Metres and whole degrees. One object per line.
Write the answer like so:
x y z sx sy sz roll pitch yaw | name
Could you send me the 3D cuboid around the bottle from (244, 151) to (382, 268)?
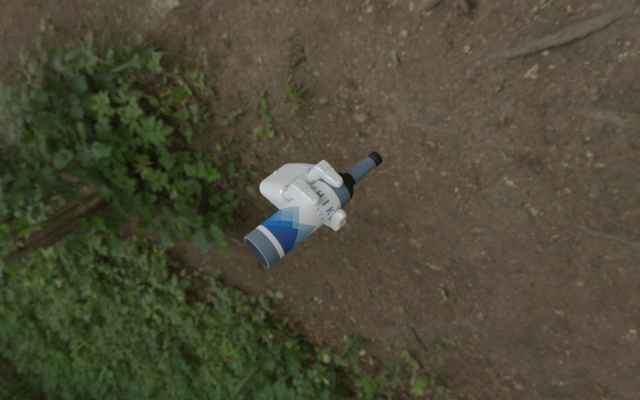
0.000 0.003 0.854 0.295 0.069 0.069 -38 16 -21 | bottle
